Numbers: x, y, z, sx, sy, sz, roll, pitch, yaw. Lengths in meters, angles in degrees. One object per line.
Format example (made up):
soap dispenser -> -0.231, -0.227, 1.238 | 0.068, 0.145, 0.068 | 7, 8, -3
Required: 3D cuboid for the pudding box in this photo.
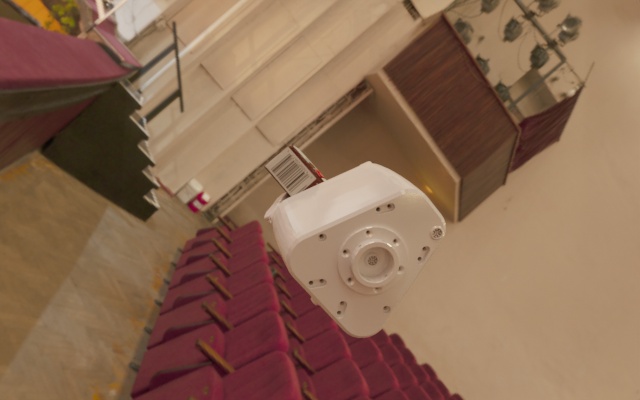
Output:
pudding box -> 0.000, 0.002, 0.498 | 0.039, 0.113, 0.090 | -40, -13, 2
